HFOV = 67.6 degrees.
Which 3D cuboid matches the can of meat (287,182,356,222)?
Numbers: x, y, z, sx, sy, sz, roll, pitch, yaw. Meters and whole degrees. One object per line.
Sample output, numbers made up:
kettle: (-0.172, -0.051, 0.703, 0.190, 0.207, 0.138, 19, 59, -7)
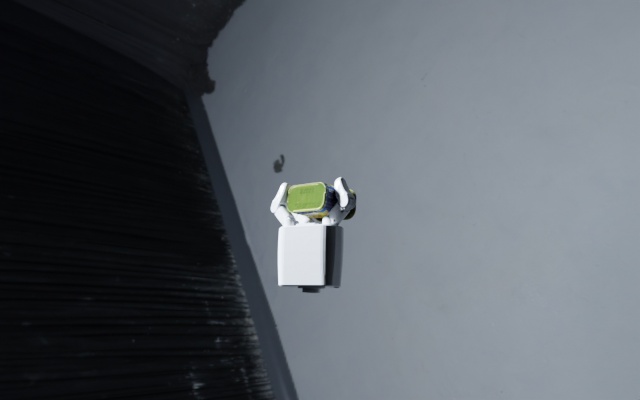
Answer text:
can of meat: (0.000, 0.003, 0.876, 0.102, 0.057, 0.084, -6, -15, 42)
